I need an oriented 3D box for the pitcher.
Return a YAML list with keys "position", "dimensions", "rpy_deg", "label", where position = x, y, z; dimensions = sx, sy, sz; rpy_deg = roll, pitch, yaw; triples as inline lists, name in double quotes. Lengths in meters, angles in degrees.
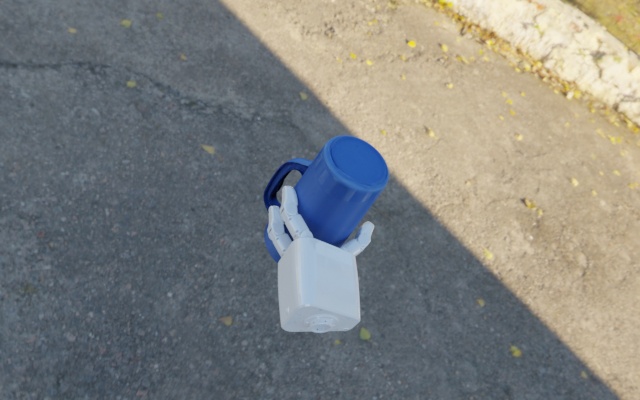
- position: [0.000, 0.003, 0.778]
  dimensions: [0.149, 0.145, 0.243]
  rpy_deg: [14, -41, -19]
  label: "pitcher"
